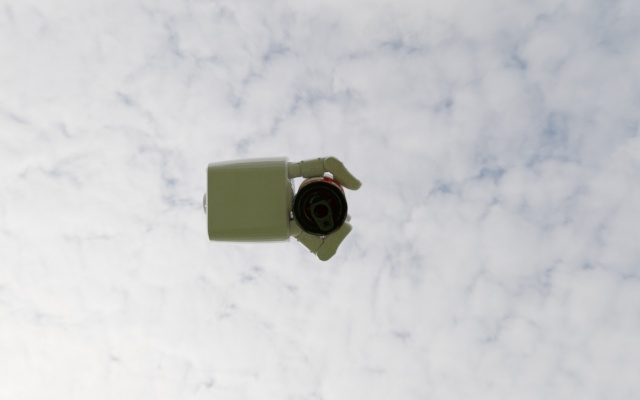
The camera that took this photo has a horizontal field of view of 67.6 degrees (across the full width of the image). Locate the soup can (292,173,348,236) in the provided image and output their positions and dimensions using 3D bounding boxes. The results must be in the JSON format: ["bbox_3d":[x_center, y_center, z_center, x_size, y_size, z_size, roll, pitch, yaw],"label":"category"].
[{"bbox_3d":[0.001,0.002,0.621,0.068,0.068,0.102,0,9,1],"label":"soup can"}]
